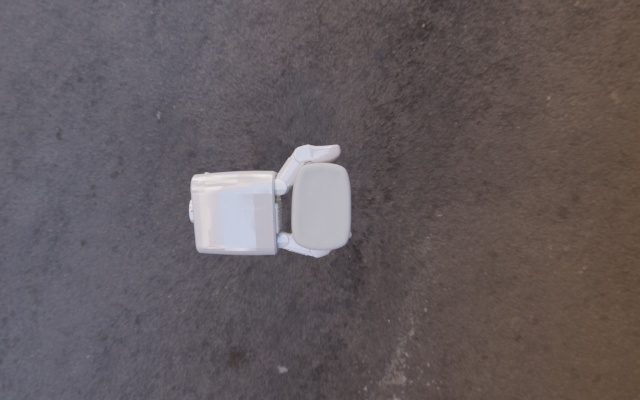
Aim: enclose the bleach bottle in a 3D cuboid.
[{"bbox_3d":[0.000,0.002,0.656,0.068,0.102,0.251,1,1,-1],"label":"bleach bottle"}]
